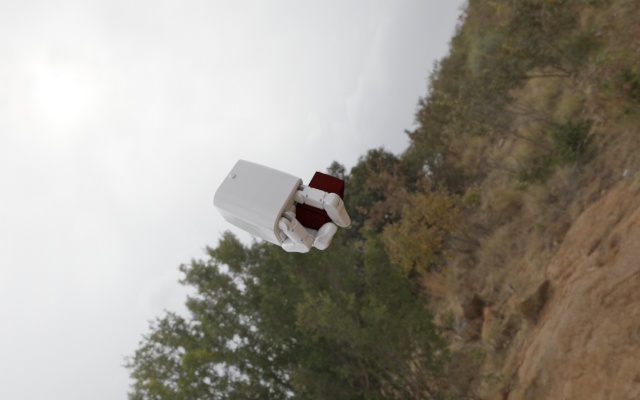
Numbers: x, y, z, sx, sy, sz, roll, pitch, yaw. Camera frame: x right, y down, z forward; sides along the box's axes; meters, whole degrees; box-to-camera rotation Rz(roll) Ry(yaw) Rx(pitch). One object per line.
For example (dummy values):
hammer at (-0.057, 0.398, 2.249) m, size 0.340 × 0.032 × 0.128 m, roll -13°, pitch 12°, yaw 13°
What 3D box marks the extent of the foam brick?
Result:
foam brick at (0.000, 0.002, 0.752) m, size 0.051 × 0.078 × 0.053 m, roll 20°, pitch -35°, yaw 12°
